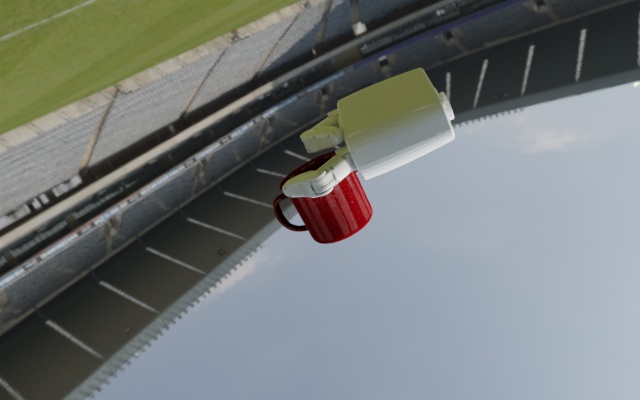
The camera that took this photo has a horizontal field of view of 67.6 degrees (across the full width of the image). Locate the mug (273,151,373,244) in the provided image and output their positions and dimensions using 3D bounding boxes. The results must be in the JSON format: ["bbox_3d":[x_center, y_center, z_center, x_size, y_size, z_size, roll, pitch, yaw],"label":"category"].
[{"bbox_3d":[-0.001,0.003,0.570,0.117,0.081,0.093,-23,20,14],"label":"mug"}]
